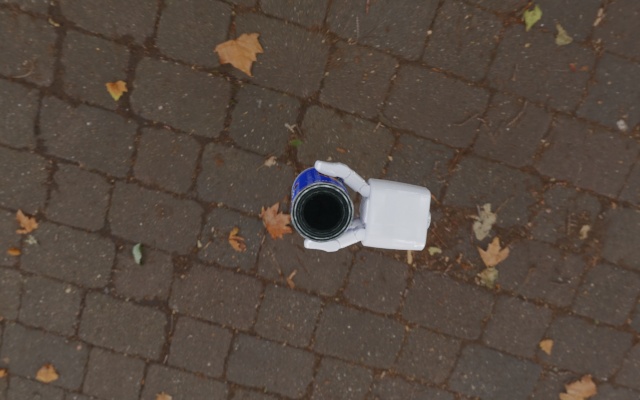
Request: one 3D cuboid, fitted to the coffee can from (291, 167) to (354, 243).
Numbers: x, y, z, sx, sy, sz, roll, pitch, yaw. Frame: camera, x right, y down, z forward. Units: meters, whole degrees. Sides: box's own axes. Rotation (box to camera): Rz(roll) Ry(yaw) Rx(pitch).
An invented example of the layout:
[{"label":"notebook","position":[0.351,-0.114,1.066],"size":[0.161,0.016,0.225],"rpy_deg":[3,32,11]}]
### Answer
[{"label":"coffee can","position":[0.000,0.003,0.836],"size":[0.103,0.103,0.140],"rpy_deg":[0,15,-3]}]
